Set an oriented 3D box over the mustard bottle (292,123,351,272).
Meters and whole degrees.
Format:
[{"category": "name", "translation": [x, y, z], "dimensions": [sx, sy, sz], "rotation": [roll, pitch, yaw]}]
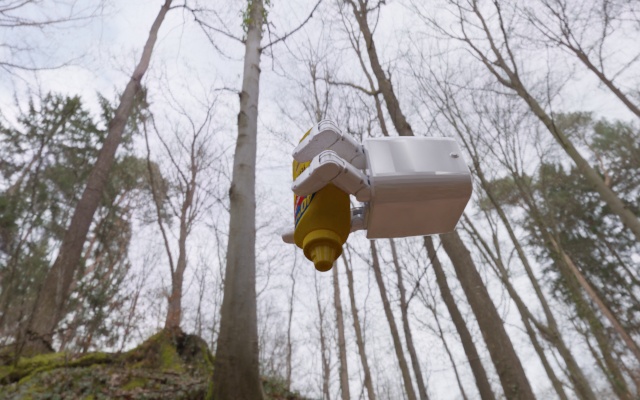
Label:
[{"category": "mustard bottle", "translation": [0.000, 0.002, 0.540], "dimensions": [0.058, 0.096, 0.191], "rotation": [16, 39, -17]}]
